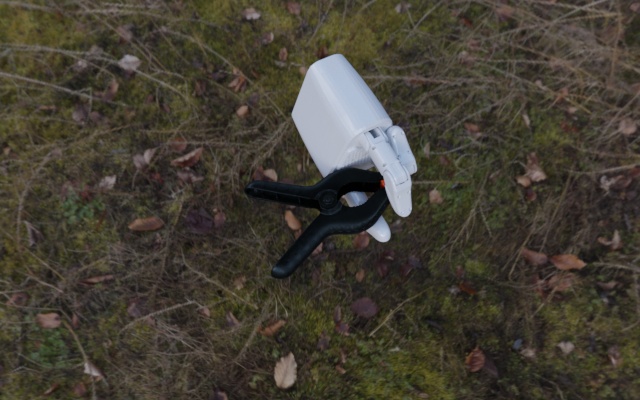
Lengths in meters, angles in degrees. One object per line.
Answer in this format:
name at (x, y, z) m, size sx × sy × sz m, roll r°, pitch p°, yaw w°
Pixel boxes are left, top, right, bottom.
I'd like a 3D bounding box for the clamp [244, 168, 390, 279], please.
clamp at (0.000, 0.002, 0.534) m, size 0.171 × 0.120 × 0.039 m, roll -25°, pitch -20°, yaw -12°
